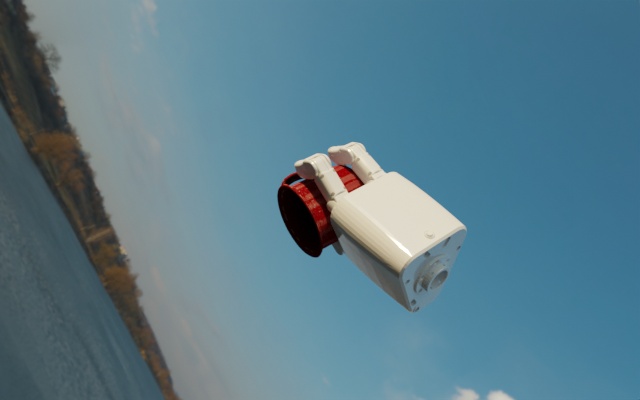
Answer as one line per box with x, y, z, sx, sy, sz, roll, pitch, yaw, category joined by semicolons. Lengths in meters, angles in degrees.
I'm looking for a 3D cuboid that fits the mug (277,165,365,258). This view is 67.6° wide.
-0.001;0.001;0.576;0.081;0.093;0.117;-27;48;-25;mug
